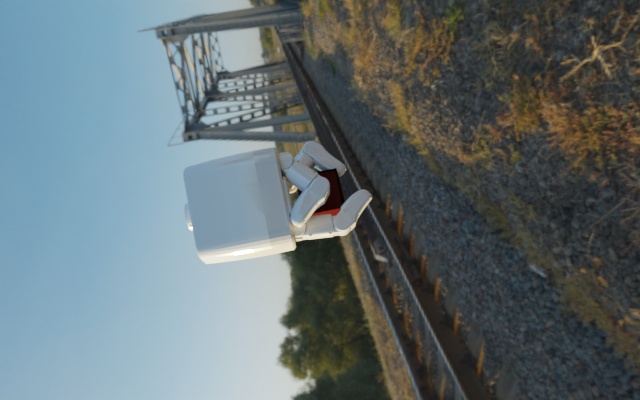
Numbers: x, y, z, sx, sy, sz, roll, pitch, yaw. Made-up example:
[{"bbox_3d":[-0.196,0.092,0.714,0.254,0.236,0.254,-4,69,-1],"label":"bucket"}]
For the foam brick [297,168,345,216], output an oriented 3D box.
[{"bbox_3d":[0.000,0.002,0.590,0.051,0.053,0.078,-12,-21,-3],"label":"foam brick"}]
